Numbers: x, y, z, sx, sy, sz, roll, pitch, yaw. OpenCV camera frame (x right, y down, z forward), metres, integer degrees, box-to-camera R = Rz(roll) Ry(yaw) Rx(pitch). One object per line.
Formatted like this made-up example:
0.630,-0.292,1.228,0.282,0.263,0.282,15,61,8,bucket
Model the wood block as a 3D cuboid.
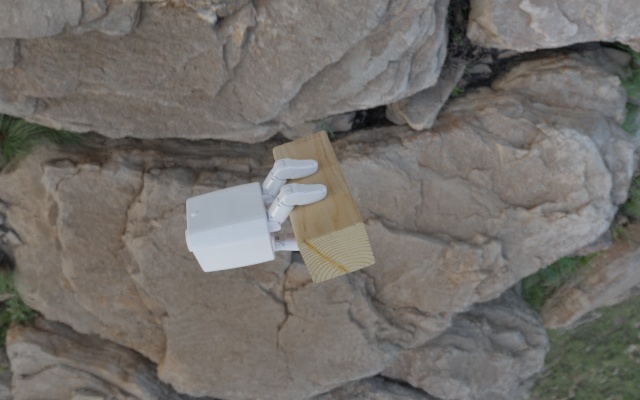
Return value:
0.000,0.003,0.690,0.090,0.091,0.206,-19,44,1,wood block
